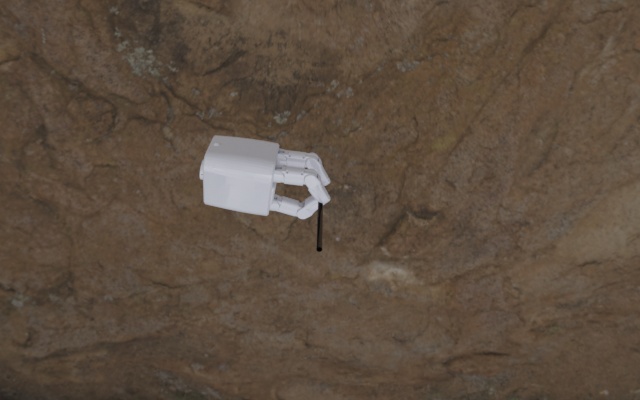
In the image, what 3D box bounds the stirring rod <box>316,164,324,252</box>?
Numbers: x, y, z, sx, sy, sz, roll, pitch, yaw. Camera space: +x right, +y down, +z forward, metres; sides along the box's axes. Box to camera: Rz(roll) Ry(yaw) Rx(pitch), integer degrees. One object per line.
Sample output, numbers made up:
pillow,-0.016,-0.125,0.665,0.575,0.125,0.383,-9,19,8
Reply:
stirring rod,0.000,0.002,0.750,0.011,0.011,0.239,0,32,1
